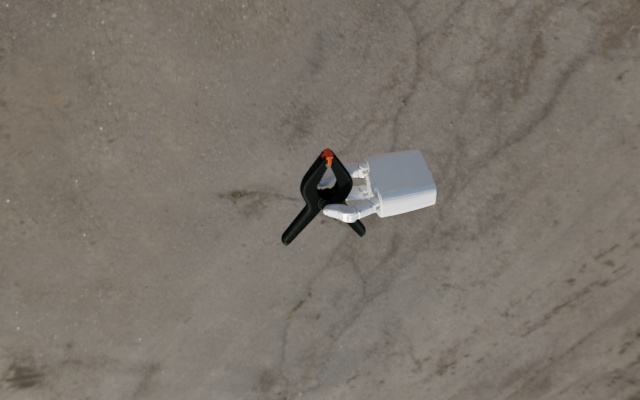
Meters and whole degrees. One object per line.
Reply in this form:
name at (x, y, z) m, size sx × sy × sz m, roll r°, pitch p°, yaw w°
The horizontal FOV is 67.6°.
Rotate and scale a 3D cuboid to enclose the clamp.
clamp at (0.000, 0.003, 0.865) m, size 0.164 × 0.210 × 0.036 m, roll -12°, pitch 41°, yaw -6°
